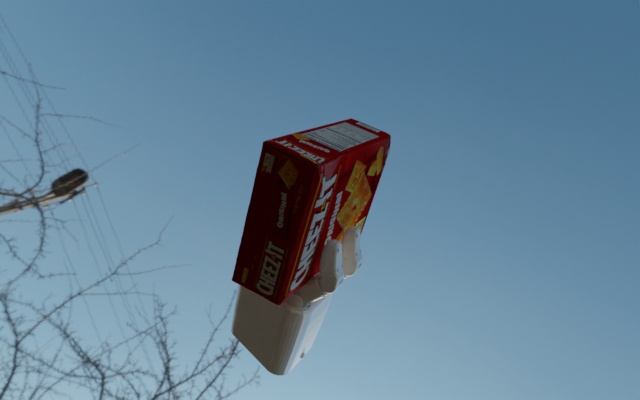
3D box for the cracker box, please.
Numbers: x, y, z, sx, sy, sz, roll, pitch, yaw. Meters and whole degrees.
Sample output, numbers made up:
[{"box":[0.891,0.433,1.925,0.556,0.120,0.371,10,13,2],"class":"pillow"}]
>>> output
[{"box":[0.000,0.002,0.559,0.072,0.164,0.213,24,24,19],"class":"cracker box"}]
